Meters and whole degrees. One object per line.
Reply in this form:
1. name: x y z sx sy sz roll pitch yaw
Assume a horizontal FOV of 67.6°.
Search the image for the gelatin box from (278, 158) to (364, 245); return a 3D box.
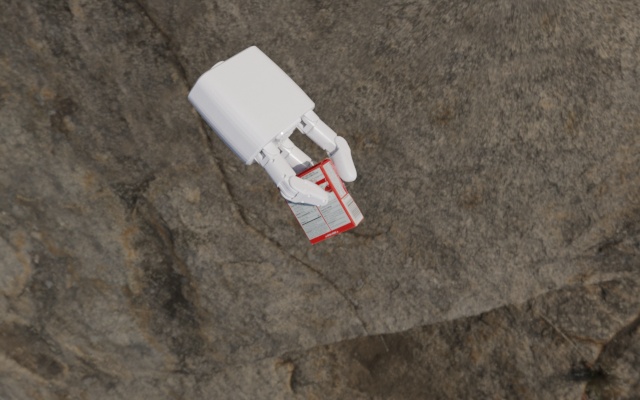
1. gelatin box: 0.000 0.002 0.595 0.073 0.089 0.030 -26 7 34
